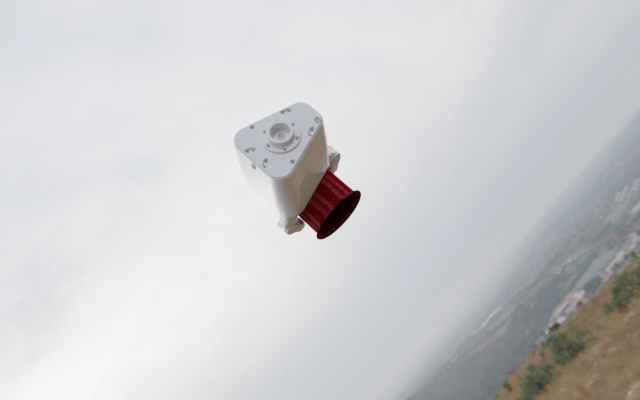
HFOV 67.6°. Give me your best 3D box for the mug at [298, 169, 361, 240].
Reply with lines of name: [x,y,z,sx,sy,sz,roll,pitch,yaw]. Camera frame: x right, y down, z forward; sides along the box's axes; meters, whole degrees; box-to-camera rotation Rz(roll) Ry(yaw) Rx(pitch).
mug: [0.000,0.003,0.719,0.081,0.093,0.117,42,-17,19]
